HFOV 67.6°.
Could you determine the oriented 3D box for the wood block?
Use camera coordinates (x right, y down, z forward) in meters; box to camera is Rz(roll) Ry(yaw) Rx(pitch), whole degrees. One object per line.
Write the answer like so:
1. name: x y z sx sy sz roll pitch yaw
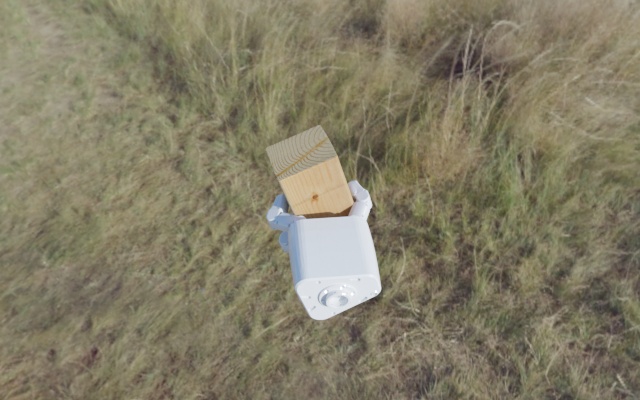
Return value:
1. wood block: 0.000 0.002 0.740 0.091 0.206 0.090 -23 42 -1
